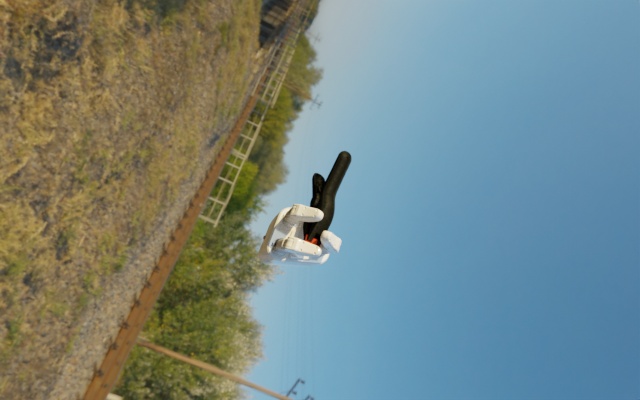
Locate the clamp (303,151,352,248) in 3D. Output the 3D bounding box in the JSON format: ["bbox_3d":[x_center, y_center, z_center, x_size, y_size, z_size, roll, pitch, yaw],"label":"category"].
[{"bbox_3d":[0.001,0.003,0.836,0.039,0.171,0.120,24,-19,-13],"label":"clamp"}]
